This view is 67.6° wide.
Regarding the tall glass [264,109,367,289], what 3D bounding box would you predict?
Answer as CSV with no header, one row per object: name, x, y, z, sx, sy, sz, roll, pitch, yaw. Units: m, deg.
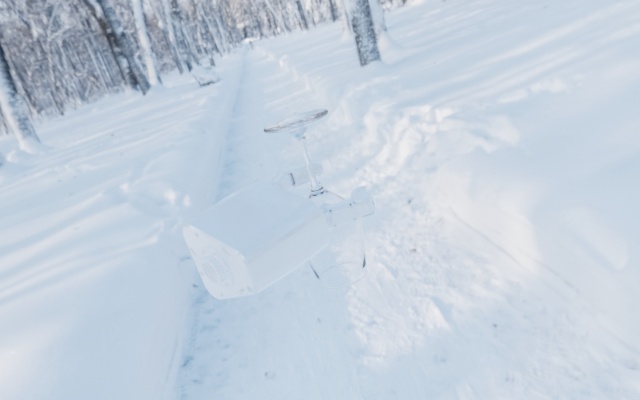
tall glass,0.000,0.001,0.556,0.079,0.201,0.079,-15,19,6
